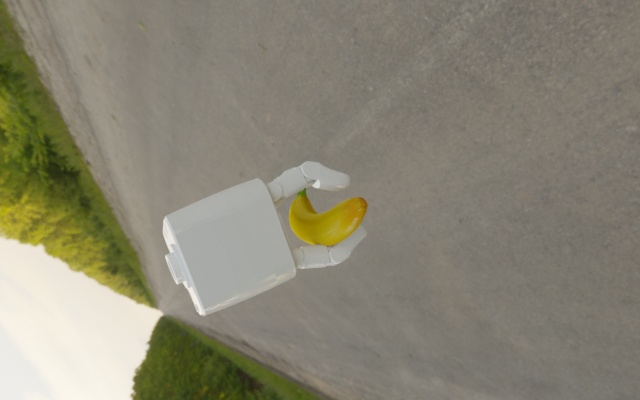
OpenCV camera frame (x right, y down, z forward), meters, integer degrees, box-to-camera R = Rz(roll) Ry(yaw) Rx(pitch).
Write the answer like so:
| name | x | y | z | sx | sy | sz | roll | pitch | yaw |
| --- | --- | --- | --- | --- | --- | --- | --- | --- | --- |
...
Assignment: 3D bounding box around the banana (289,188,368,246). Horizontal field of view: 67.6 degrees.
| name | x | y | z | sx | sy | sz | roll | pitch | yaw |
| --- | --- | --- | --- | --- | --- | --- | --- | --- | --- |
| banana | -0.002 | 0.020 | 0.555 | 0.037 | 0.069 | 0.198 | -1 | 8 | -22 |
